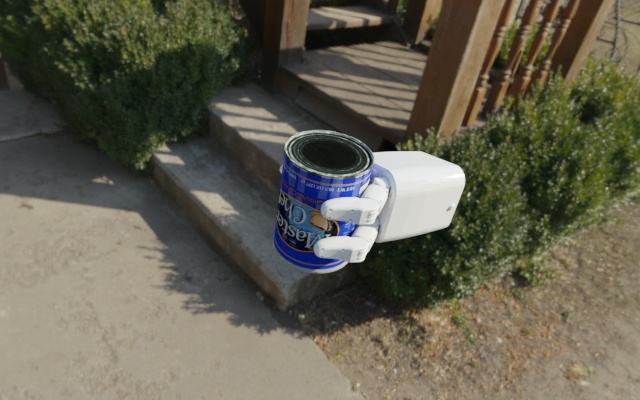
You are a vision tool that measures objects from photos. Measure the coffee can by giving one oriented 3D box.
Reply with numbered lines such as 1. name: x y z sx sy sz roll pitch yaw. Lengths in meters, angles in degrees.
1. coffee can: 0.000 0.002 0.571 0.103 0.140 0.102 7 35 -5
